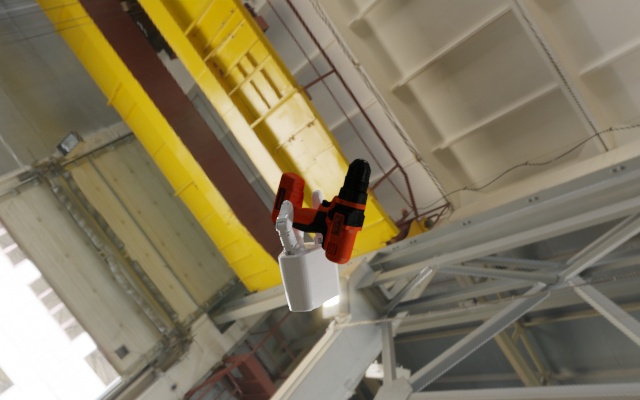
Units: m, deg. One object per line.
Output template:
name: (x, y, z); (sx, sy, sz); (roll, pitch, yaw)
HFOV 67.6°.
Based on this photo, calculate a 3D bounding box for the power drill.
power drill: (0.000, 0.003, 0.861); (0.187, 0.184, 0.057); (18, 5, 43)
